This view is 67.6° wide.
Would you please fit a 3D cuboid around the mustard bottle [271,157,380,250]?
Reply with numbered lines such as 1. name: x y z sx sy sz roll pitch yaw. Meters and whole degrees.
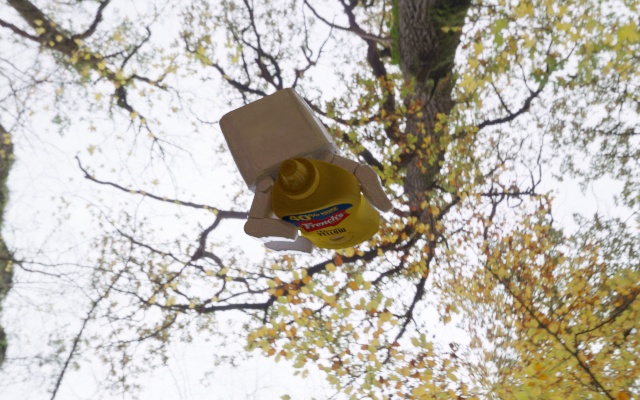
1. mustard bottle: 0.000 0.002 0.527 0.096 0.058 0.192 -11 -24 15
